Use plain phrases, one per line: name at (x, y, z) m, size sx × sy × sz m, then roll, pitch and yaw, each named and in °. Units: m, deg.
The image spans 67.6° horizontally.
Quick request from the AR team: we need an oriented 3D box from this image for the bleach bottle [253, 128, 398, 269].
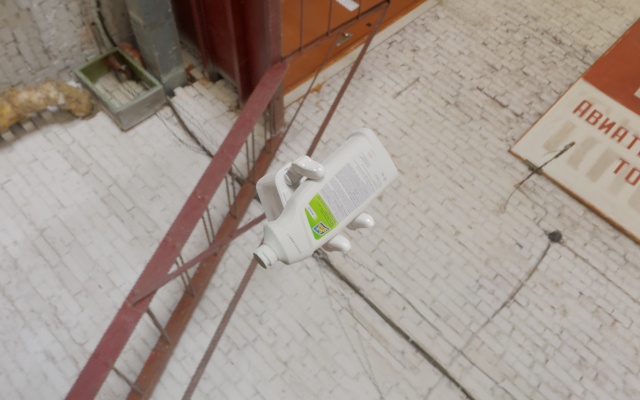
bleach bottle at (0.000, 0.002, 0.699) m, size 0.250 × 0.102 × 0.068 m, roll -40°, pitch 12°, yaw -24°
